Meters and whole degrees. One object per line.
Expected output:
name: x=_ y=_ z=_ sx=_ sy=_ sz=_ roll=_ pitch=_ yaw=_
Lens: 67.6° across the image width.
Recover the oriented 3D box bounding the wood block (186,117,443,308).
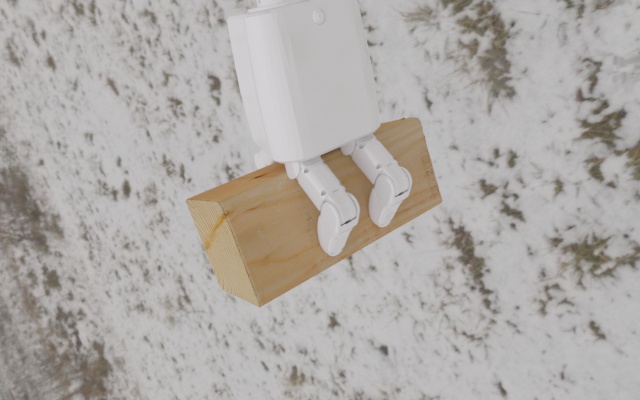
wood block: x=0.000 y=0.001 z=0.435 sx=0.206 sy=0.090 sz=0.091 roll=-25 pitch=14 yaw=-29
